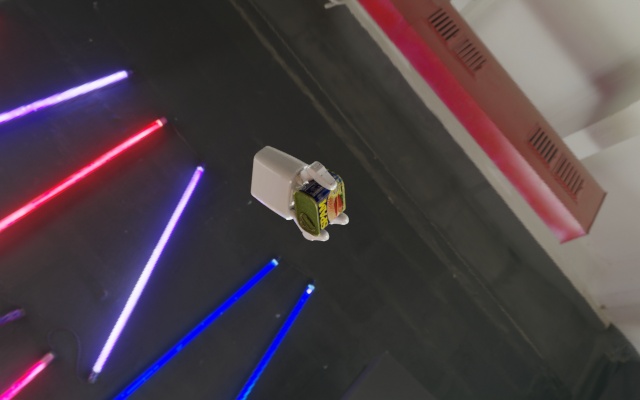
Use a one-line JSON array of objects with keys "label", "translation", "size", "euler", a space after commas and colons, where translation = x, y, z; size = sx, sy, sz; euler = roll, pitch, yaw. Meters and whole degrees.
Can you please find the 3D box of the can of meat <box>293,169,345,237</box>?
[{"label": "can of meat", "translation": [0.000, 0.003, 0.895], "size": [0.057, 0.102, 0.084], "euler": [28, 53, 30]}]
